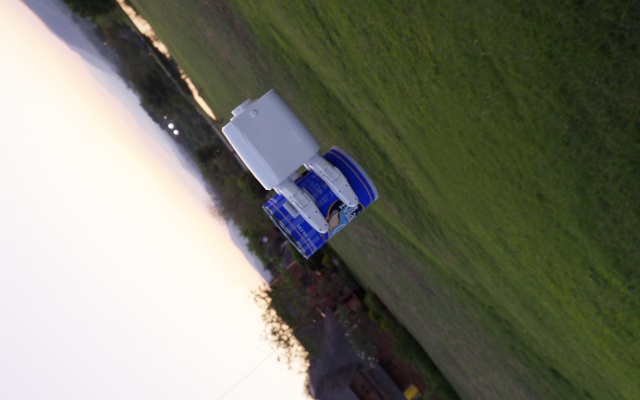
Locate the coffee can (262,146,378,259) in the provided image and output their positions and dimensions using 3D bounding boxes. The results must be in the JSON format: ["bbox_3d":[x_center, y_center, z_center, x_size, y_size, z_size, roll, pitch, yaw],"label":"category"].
[{"bbox_3d":[0.000,0.002,0.708,0.140,0.103,0.103,-41,7,-9],"label":"coffee can"}]
